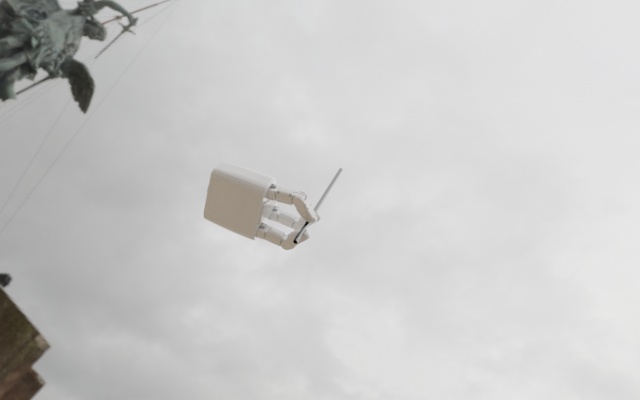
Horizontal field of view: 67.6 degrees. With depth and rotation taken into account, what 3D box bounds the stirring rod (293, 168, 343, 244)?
[{"bbox_3d":[0.000,0.003,0.878,0.011,0.011,0.239,0,33,24],"label":"stirring rod"}]
